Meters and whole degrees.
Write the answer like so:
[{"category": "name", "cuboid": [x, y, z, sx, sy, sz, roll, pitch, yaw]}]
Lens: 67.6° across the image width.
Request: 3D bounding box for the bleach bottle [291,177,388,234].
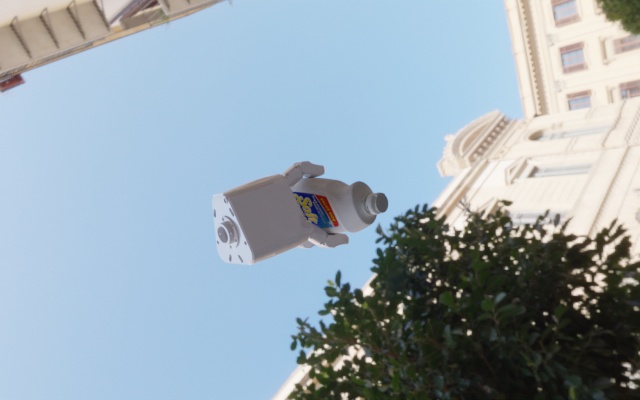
[{"category": "bleach bottle", "cuboid": [0.000, 0.003, 0.764, 0.068, 0.102, 0.251, -21, 11, -42]}]
